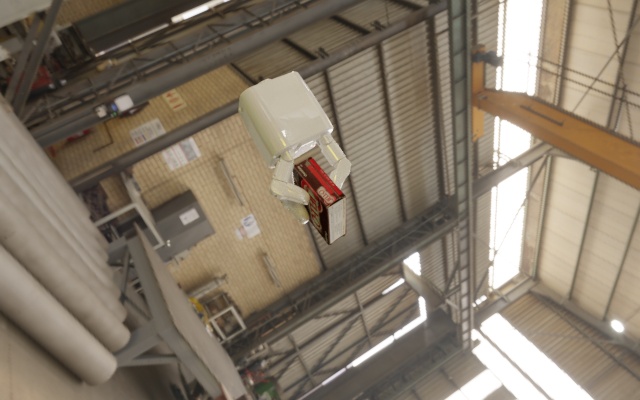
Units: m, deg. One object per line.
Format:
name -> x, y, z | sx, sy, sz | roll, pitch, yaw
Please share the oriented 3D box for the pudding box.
pudding box -> 0.000, 0.002, 0.716 | 0.039, 0.090, 0.114 | -30, -30, -14
